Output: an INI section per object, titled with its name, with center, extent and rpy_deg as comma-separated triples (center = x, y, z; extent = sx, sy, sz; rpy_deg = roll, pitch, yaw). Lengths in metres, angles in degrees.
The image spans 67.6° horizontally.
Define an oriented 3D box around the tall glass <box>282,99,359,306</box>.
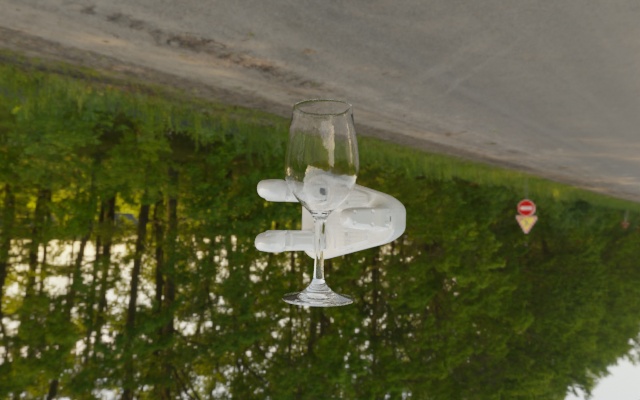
[tall glass]
center = 0.000, 0.002, 0.492
extent = 0.079, 0.201, 0.079
rpy_deg = 1, -2, 0
